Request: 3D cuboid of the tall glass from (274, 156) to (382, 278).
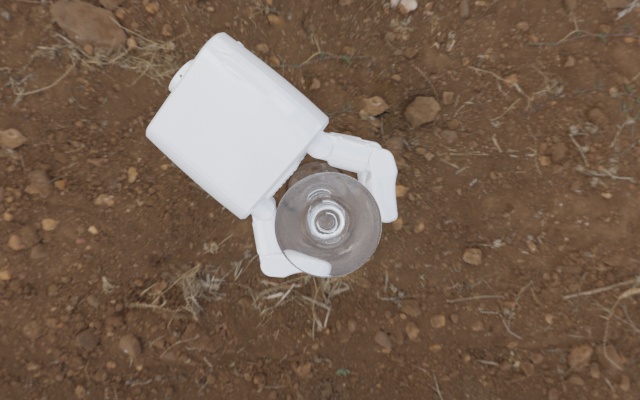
[{"bbox_3d":[0.000,0.002,0.425,0.079,0.079,0.201,0,9,-3],"label":"tall glass"}]
